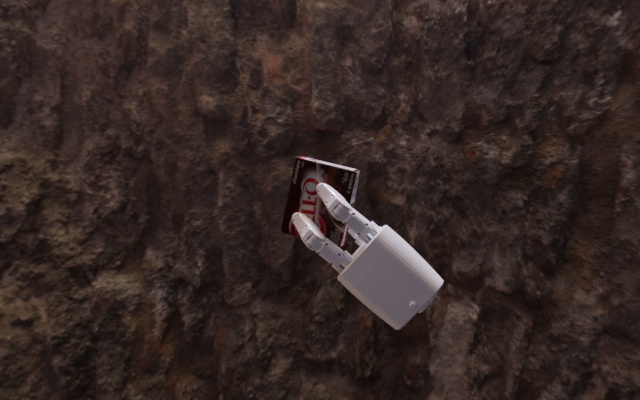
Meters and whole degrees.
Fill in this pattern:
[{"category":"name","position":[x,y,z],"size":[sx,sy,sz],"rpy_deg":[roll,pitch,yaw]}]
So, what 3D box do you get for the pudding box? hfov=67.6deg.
[{"category":"pudding box","position":[0.000,0.002,0.668],"size":[0.090,0.113,0.039],"rpy_deg":[14,8,14]}]
